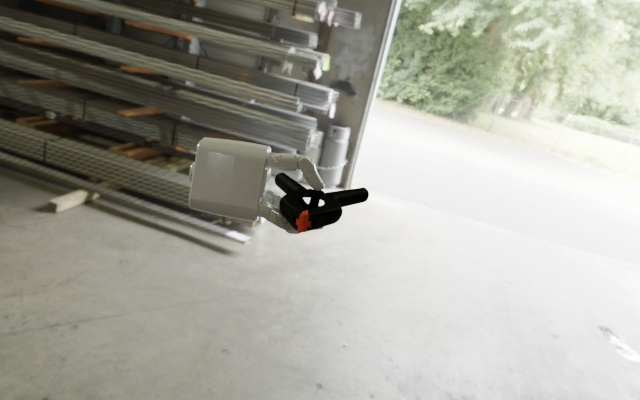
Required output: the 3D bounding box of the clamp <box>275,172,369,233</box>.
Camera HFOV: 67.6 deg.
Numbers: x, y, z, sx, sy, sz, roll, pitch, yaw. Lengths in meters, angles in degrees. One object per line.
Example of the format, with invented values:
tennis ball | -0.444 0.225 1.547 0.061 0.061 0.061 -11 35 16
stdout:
clamp | 0.000 0.002 0.744 0.164 0.036 0.210 8 18 -1
